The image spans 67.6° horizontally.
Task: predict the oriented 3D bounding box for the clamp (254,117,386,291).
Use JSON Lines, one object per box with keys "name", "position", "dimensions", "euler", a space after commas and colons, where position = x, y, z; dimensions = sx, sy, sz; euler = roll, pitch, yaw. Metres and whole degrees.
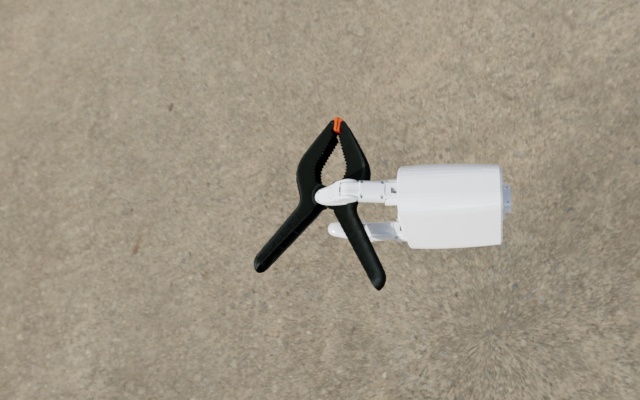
{"name": "clamp", "position": [0.000, 0.001, 0.581], "dimensions": [0.164, 0.210, 0.036], "euler": [-2, -15, 19]}
